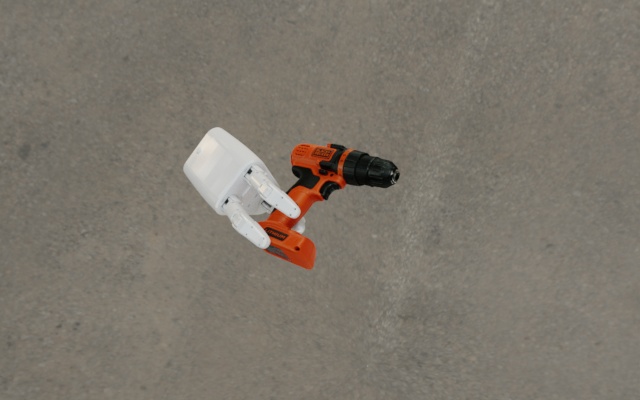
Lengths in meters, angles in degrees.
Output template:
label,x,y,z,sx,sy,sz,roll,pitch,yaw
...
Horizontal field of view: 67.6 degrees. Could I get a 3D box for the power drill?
label,x,y,z,sx,sy,sz,roll,pitch,yaw
power drill,0.000,0.002,0.679,0.184,0.187,0.057,14,-29,39
